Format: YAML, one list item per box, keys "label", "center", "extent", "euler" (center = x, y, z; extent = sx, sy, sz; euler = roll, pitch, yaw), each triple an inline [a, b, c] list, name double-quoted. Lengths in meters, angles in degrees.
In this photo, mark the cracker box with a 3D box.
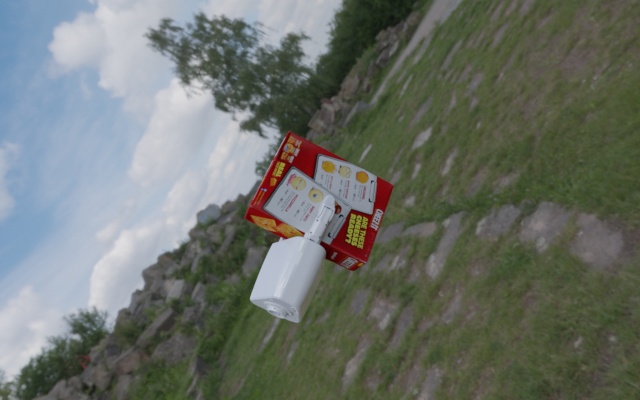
- label: "cracker box"
  center: [0.000, 0.003, 0.834]
  extent: [0.214, 0.164, 0.072]
  euler: [27, -27, -7]
